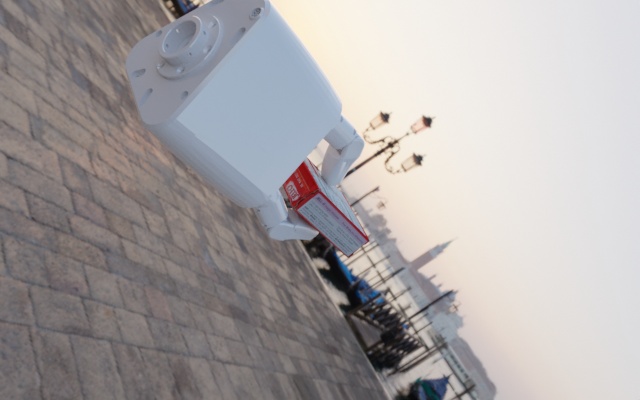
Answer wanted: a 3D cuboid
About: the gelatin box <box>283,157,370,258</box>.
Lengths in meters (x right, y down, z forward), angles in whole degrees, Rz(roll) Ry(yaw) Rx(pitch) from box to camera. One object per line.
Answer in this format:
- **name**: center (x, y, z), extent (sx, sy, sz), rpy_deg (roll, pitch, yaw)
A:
- **gelatin box**: center (0.001, 0.001, 0.435), extent (0.089, 0.030, 0.073), rpy_deg (43, 13, -39)
